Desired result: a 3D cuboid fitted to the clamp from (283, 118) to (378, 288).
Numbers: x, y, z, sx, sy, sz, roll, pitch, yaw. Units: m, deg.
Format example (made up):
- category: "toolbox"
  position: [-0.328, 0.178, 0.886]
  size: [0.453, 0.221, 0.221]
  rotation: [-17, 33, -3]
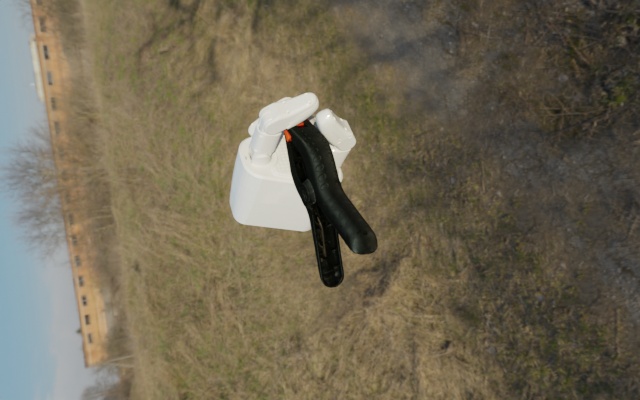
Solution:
- category: "clamp"
  position: [-0.001, 0.001, 0.470]
  size: [0.039, 0.171, 0.120]
  rotation: [-7, -31, -24]
